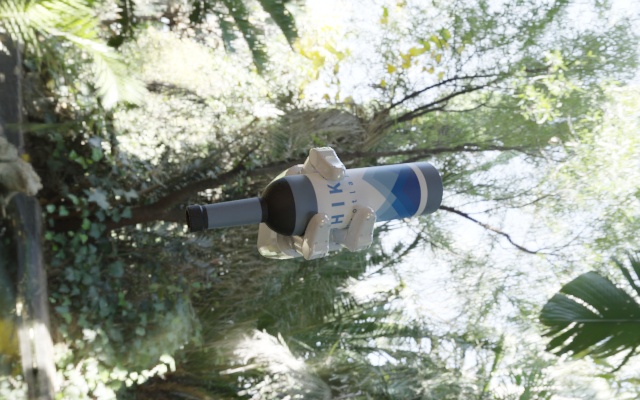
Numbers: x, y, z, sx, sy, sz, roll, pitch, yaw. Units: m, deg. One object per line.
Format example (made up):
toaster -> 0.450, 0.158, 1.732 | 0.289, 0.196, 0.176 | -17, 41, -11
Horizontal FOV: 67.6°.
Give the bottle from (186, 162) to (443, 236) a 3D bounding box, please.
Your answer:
bottle -> 0.000, 0.002, 0.539 | 0.295, 0.069, 0.069 | -7, 3, -24
